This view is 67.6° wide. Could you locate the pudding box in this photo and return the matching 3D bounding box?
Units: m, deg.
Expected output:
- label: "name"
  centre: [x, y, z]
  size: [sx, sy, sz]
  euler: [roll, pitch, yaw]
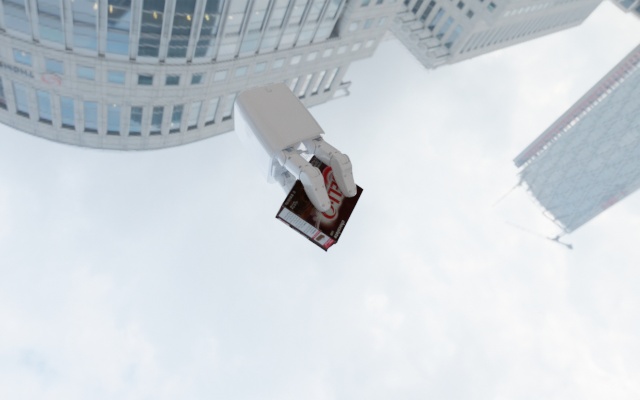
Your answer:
- label: "pudding box"
  centre: [0.000, 0.002, 0.666]
  size: [0.090, 0.113, 0.039]
  euler: [34, -38, -5]
